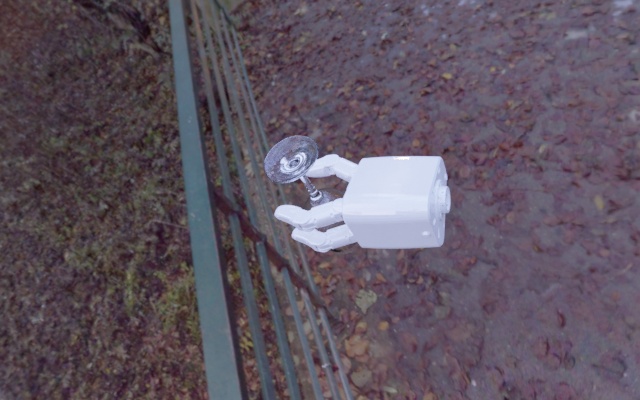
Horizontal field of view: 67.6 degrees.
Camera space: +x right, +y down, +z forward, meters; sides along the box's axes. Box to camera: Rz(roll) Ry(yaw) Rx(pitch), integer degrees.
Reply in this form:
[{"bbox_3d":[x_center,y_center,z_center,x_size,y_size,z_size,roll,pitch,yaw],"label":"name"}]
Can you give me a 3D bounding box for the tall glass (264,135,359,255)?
[{"bbox_3d":[0.000,0.002,0.666,0.079,0.079,0.201,0,-33,26],"label":"tall glass"}]
